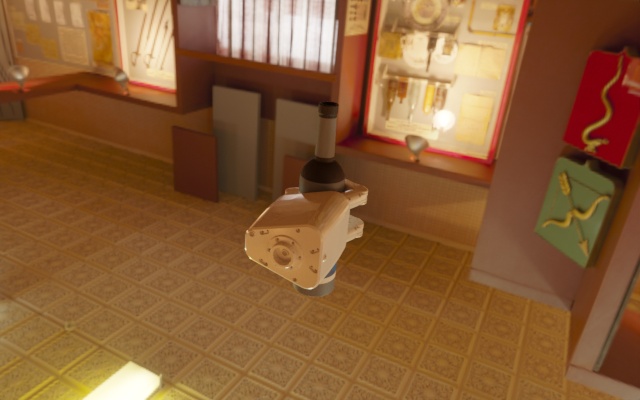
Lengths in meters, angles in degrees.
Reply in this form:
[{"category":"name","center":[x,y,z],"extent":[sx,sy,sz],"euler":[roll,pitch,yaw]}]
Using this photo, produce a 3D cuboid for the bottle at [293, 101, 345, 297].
[{"category":"bottle","center":[0.000,0.003,0.706],"extent":[0.069,0.296,0.069],"euler":[4,25,-2]}]
